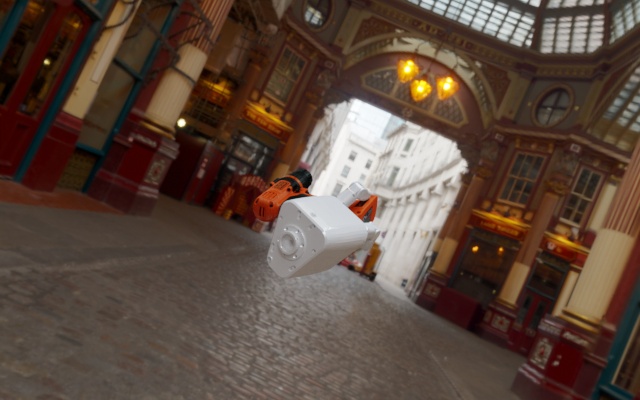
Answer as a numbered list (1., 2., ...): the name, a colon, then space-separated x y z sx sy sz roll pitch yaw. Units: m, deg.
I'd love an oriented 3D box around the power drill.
1. power drill: 0.000 0.003 0.834 0.187 0.057 0.184 14 28 18
